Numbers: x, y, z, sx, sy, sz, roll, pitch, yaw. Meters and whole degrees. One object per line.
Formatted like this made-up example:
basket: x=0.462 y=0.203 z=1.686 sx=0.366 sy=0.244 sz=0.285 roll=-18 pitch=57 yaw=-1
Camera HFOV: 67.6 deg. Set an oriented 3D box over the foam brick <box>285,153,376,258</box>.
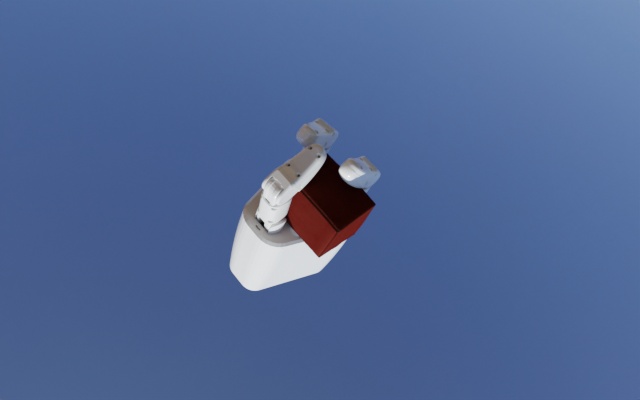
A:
foam brick: x=0.000 y=0.002 z=0.434 sx=0.053 sy=0.078 sz=0.051 roll=-30 pitch=-20 yaw=-36
